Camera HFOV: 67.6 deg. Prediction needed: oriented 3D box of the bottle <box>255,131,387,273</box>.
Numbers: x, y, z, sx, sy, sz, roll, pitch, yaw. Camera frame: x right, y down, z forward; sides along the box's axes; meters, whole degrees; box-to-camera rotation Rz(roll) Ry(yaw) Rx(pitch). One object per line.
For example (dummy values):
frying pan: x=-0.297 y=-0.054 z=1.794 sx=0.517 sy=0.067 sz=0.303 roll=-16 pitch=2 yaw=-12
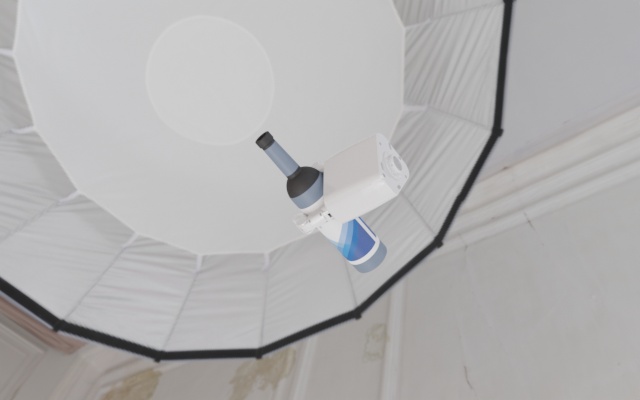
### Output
bottle: x=0.000 y=0.003 z=0.793 sx=0.296 sy=0.069 sz=0.069 roll=48 pitch=-23 yaw=-23
